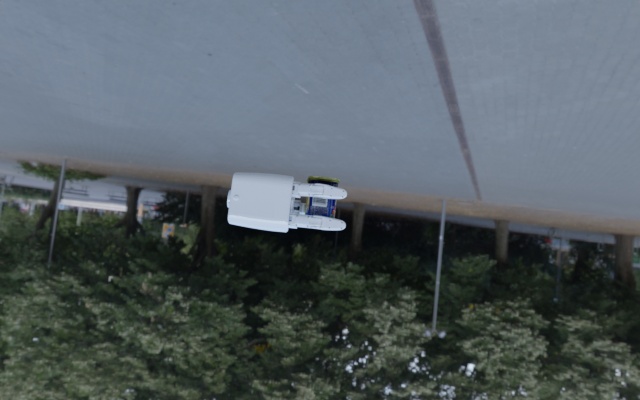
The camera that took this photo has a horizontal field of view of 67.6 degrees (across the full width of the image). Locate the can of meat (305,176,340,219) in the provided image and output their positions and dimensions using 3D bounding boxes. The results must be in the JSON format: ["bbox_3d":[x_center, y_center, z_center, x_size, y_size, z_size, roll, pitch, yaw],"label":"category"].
[{"bbox_3d":[0.000,0.003,0.882,0.057,0.084,0.102,7,-4,-4],"label":"can of meat"}]
